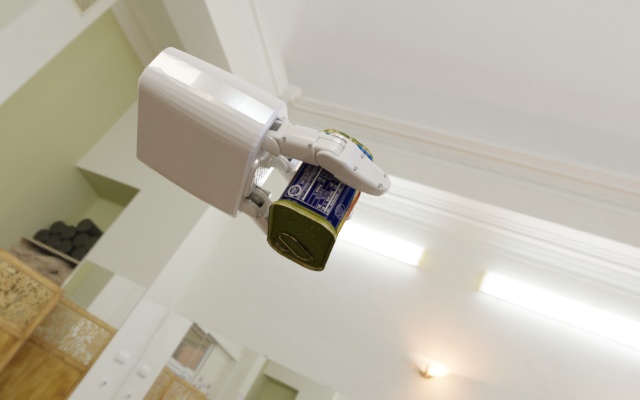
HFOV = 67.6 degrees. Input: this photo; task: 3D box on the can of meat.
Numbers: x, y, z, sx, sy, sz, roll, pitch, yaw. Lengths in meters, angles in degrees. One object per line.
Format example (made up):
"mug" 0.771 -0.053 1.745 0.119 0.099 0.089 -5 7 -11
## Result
"can of meat" 0.000 0.001 0.408 0.057 0.084 0.102 27 -27 6
